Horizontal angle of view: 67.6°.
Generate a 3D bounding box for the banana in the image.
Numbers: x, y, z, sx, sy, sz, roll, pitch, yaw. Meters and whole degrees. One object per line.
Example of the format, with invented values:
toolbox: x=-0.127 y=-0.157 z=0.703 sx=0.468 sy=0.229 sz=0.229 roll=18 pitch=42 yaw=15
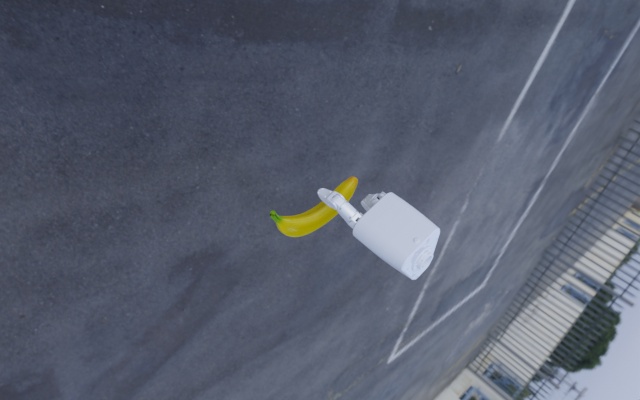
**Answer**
banana: x=-0.005 y=0.018 z=0.850 sx=0.197 sy=0.070 sz=0.037 roll=-26 pitch=51 yaw=-36
